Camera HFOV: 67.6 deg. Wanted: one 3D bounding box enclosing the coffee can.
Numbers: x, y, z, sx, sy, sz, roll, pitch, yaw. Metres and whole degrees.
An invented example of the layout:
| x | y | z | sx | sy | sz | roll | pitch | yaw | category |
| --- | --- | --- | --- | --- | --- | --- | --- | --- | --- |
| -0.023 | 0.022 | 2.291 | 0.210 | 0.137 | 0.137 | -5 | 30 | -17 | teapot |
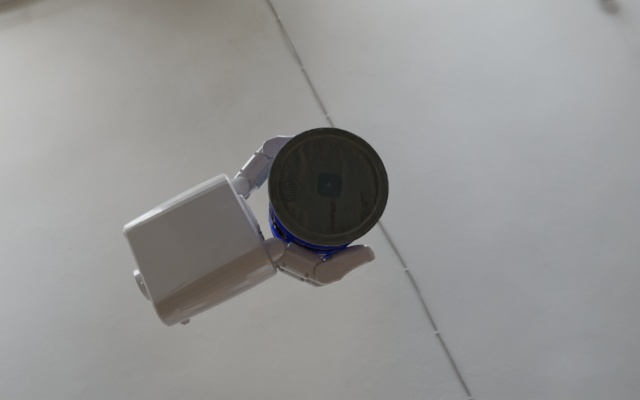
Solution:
| x | y | z | sx | sy | sz | roll | pitch | yaw | category |
| --- | --- | --- | --- | --- | --- | --- | --- | --- | --- |
| 0.000 | 0.001 | 0.466 | 0.103 | 0.102 | 0.140 | 0 | -12 | -6 | coffee can |
